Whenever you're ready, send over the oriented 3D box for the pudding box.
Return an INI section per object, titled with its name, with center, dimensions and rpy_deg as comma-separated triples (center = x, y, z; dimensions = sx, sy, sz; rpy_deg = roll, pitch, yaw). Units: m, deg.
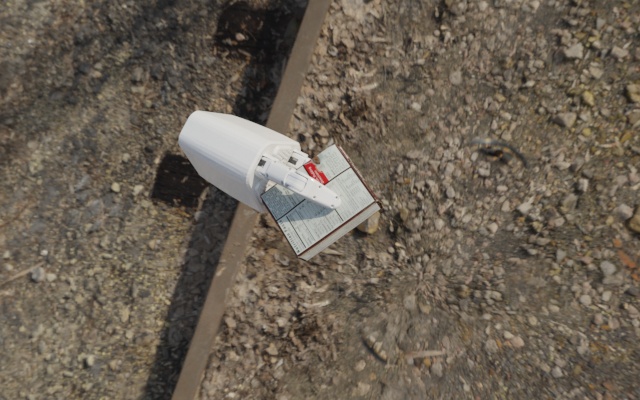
[pudding box]
center = 0.000, 0.002, 0.548
dimensions = 0.113, 0.090, 0.039
rpy_deg = -36, -19, 7
